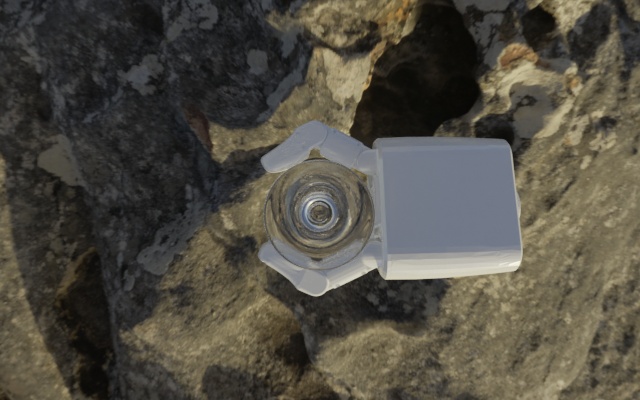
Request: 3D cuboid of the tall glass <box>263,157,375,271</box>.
[{"bbox_3d":[0.000,0.001,0.414,0.079,0.079,0.201,0,5,0],"label":"tall glass"}]
